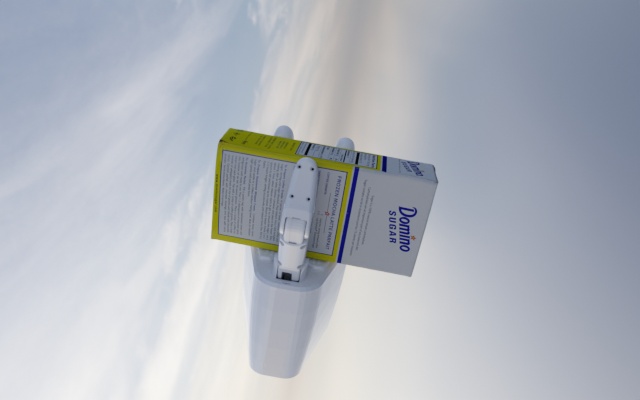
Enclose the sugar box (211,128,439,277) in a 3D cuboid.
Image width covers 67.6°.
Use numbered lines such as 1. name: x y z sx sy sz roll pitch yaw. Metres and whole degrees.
1. sugar box: 0.000 0.001 0.404 0.176 0.093 0.048 10 27 0
